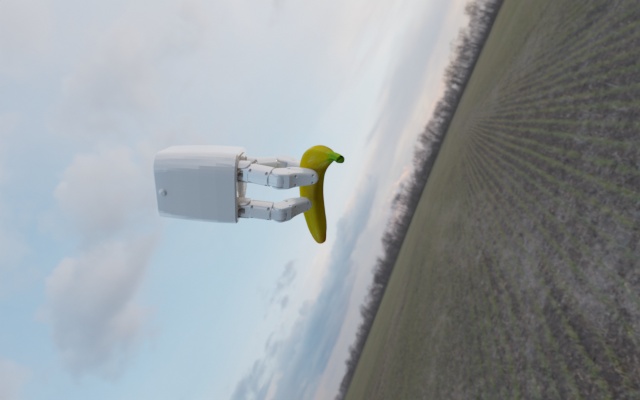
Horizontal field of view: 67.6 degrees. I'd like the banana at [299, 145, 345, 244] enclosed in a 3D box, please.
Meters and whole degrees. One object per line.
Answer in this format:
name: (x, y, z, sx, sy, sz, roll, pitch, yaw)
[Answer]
banana: (-0.007, -0.014, 0.666, 0.037, 0.069, 0.198, -16, -33, -17)
